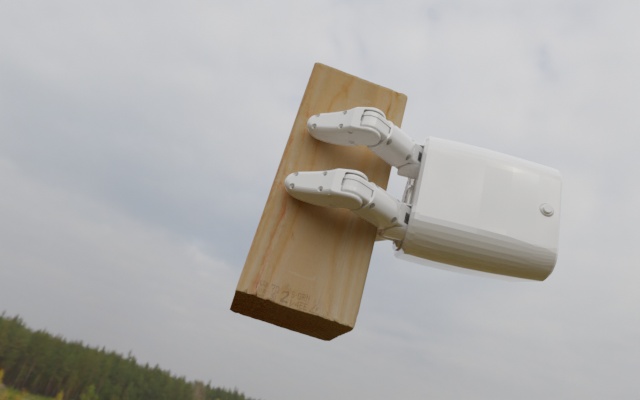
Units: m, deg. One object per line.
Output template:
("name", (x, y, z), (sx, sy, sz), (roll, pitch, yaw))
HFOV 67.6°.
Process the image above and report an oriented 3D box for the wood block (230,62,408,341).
("wood block", (0.000, 0.001, 0.407), (0.090, 0.206, 0.091), (19, -25, -5))
